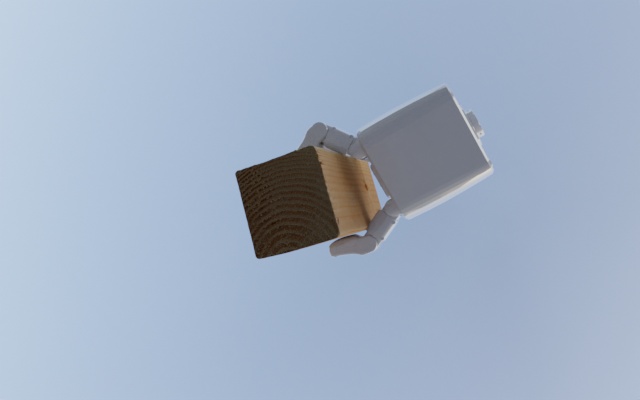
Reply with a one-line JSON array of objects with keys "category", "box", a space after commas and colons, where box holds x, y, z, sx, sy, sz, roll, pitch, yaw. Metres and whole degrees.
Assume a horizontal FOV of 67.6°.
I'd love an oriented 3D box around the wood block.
[{"category": "wood block", "box": [0.001, 0.002, 0.542, 0.090, 0.091, 0.206, -17, -5, 19]}]
